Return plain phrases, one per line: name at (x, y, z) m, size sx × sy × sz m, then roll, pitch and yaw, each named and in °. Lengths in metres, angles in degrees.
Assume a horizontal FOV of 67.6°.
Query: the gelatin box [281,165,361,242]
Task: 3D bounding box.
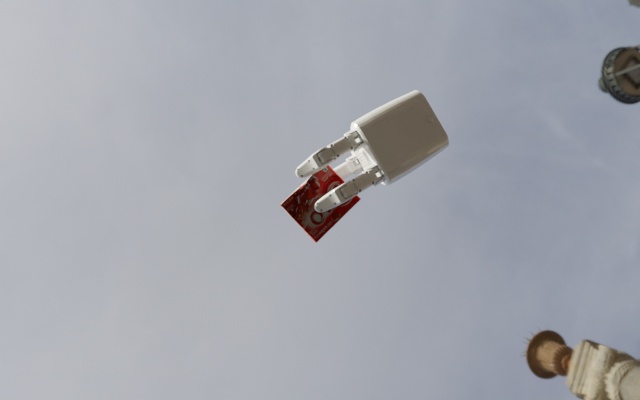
gelatin box at (0.000, 0.002, 0.671) m, size 0.089 × 0.073 × 0.030 m, roll -43°, pitch 3°, yaw -2°
